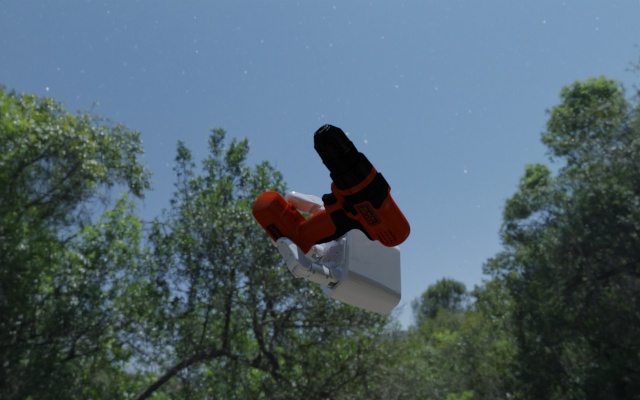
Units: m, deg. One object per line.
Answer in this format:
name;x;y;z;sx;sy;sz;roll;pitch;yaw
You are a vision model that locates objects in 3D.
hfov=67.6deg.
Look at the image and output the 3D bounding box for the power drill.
power drill;0.000;0.002;0.626;0.188;0.184;0.057;-18;28;38
